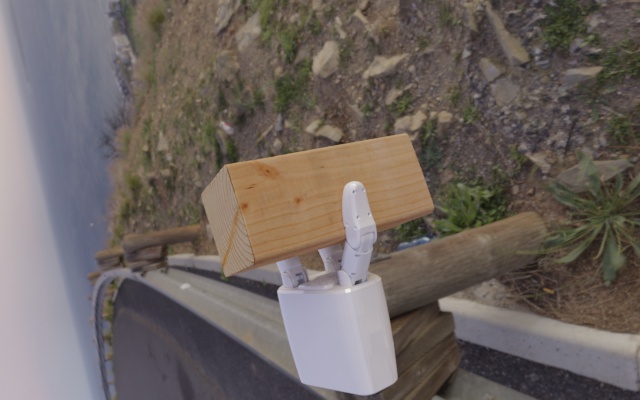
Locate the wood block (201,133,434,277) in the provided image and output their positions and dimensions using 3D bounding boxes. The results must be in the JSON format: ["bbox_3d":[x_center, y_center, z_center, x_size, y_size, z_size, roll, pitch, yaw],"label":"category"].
[{"bbox_3d":[0.000,0.002,0.485,0.206,0.090,0.091,-14,-9,-30],"label":"wood block"}]
